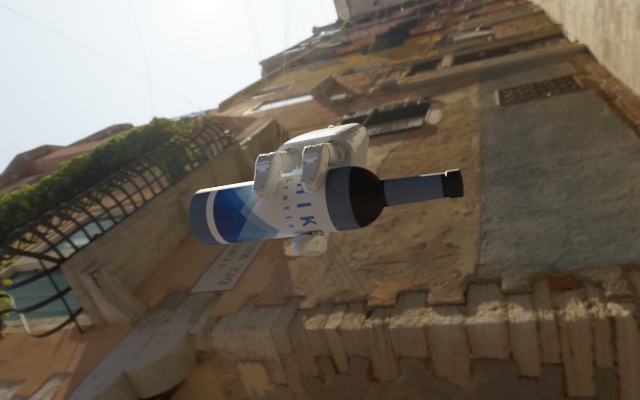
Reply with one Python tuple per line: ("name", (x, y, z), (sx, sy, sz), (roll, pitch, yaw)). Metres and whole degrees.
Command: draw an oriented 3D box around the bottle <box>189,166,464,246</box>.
("bottle", (0.000, 0.002, 0.512), (0.296, 0.069, 0.069), (-8, -3, 21))
